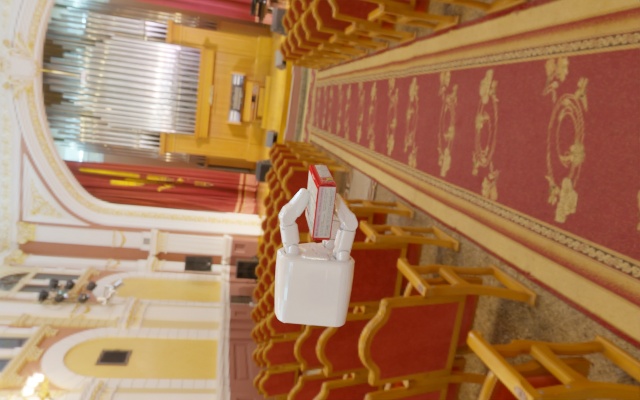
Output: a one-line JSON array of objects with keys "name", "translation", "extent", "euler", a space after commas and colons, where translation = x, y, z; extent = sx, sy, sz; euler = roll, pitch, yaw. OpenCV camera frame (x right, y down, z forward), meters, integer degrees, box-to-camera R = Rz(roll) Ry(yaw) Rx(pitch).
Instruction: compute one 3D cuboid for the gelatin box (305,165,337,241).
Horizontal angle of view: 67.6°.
[{"name": "gelatin box", "translation": [0.000, 0.002, 0.690], "extent": [0.030, 0.089, 0.073], "euler": [0, 26, -11]}]
